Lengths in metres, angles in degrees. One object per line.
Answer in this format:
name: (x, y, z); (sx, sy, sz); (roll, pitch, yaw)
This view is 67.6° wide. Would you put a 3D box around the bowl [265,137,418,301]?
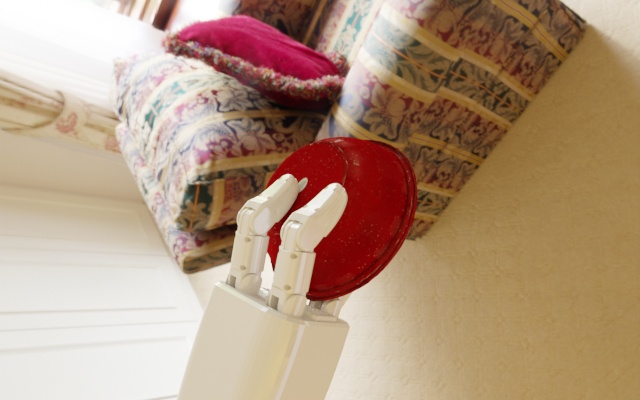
bowl: (0.000, 0.000, 0.417); (0.162, 0.162, 0.055); (0, -28, 42)
